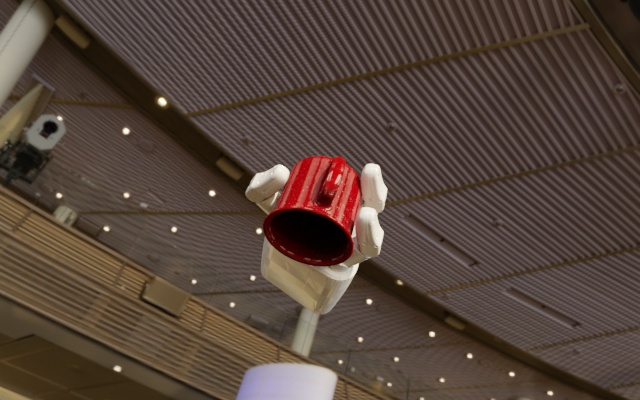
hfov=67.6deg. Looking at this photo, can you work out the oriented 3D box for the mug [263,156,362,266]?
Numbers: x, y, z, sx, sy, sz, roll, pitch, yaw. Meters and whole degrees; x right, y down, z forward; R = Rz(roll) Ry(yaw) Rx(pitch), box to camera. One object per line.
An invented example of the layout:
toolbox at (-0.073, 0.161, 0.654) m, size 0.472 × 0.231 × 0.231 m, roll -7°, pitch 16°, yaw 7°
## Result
mug at (0.000, 0.001, 0.484) m, size 0.093 × 0.081 × 0.117 m, roll 20°, pitch -39°, yaw -1°
